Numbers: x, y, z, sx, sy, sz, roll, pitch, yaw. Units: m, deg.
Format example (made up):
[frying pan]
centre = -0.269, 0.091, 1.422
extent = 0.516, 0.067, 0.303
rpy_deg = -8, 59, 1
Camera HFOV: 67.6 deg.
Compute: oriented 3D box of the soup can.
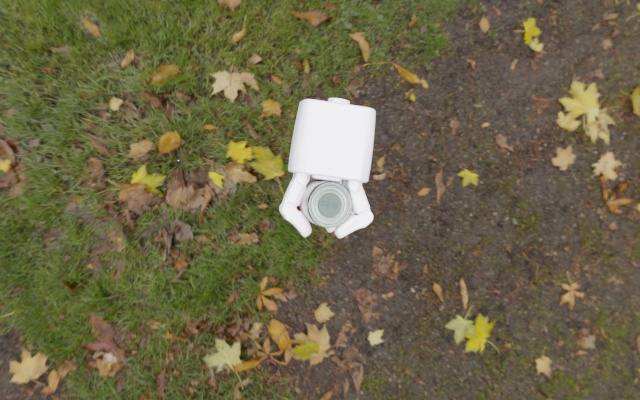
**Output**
[soup can]
centre = 0.000, 0.003, 0.713
extent = 0.068, 0.068, 0.102
rpy_deg = 0, 5, -17
